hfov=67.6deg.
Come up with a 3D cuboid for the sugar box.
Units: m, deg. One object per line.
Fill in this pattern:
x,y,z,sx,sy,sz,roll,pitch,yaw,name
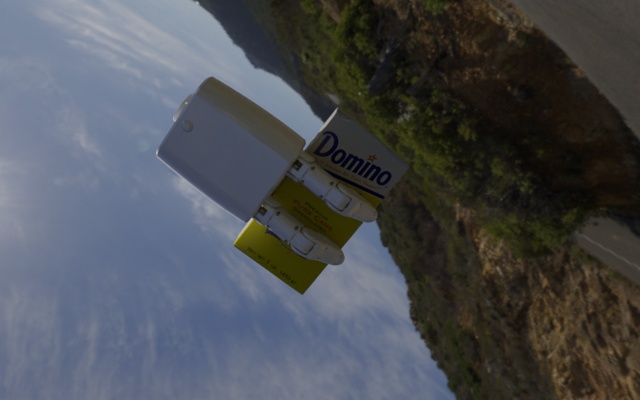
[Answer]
0.000,0.002,0.494,0.093,0.176,0.048,36,14,-8,sugar box
